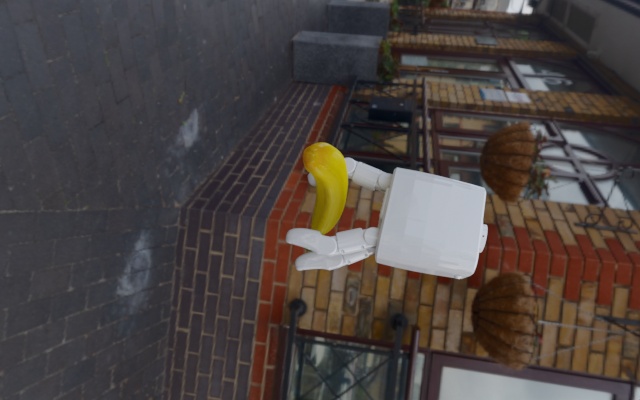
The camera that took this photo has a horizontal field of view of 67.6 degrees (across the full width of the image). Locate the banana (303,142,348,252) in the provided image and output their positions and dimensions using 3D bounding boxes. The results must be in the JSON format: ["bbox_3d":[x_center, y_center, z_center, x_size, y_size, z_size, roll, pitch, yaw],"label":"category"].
[{"bbox_3d":[0.007,-0.011,0.524,0.037,0.069,0.198,18,-31,11],"label":"banana"}]
